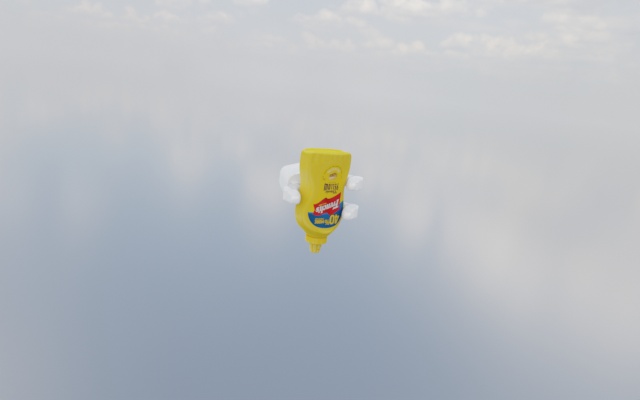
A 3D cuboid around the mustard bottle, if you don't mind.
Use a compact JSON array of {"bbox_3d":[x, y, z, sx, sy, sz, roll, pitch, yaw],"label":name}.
[{"bbox_3d":[0.000,0.003,0.869,0.096,0.192,0.058,-3,17,-38],"label":"mustard bottle"}]
